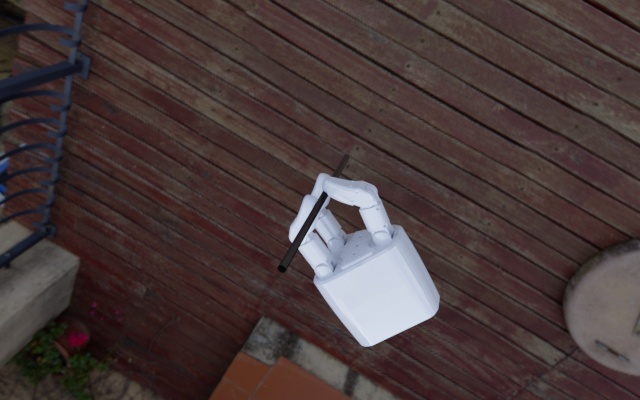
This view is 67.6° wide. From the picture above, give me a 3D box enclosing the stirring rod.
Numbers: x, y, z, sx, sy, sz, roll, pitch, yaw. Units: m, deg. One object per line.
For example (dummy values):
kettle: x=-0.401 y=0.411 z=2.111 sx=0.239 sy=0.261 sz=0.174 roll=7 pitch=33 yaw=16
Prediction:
stirring rod: x=0.000 y=0.002 z=0.508 sx=0.011 sy=0.011 sz=0.239 roll=0 pitch=28 yaw=18
